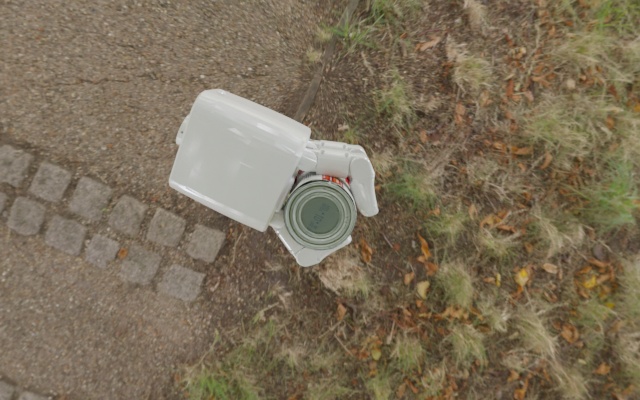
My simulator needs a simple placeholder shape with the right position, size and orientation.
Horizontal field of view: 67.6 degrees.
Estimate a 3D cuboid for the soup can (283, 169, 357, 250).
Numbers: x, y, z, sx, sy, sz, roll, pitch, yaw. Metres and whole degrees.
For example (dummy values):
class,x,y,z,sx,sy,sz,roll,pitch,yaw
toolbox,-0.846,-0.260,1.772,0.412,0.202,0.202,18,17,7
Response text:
class,x,y,z,sx,sy,sz,roll,pitch,yaw
soup can,0.000,0.002,0.476,0.068,0.068,0.102,0,14,1
